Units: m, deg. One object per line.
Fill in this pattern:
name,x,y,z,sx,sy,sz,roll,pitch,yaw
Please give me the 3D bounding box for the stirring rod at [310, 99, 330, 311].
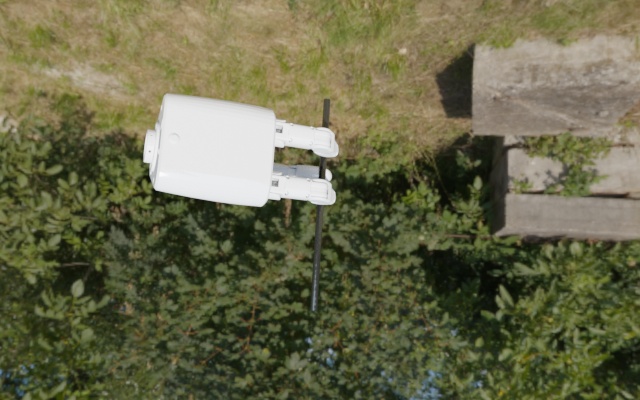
stirring rod,0.000,0.002,0.540,0.011,0.239,0.011,4,-7,0
